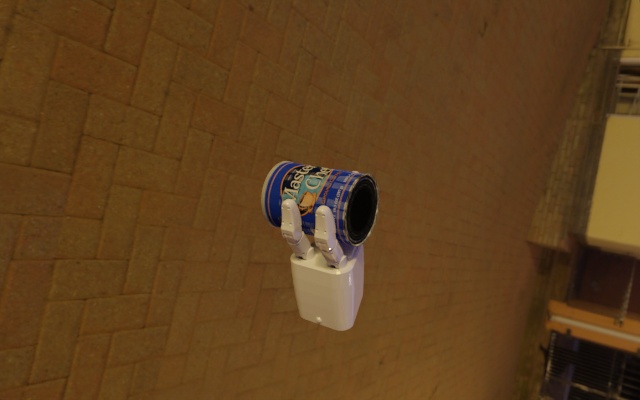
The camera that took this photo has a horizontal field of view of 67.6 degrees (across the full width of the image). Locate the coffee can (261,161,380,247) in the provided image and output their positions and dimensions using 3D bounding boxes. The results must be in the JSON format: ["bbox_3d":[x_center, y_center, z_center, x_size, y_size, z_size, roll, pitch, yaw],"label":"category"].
[{"bbox_3d":[0.000,0.002,0.691,0.140,0.103,0.103,11,6,31],"label":"coffee can"}]
